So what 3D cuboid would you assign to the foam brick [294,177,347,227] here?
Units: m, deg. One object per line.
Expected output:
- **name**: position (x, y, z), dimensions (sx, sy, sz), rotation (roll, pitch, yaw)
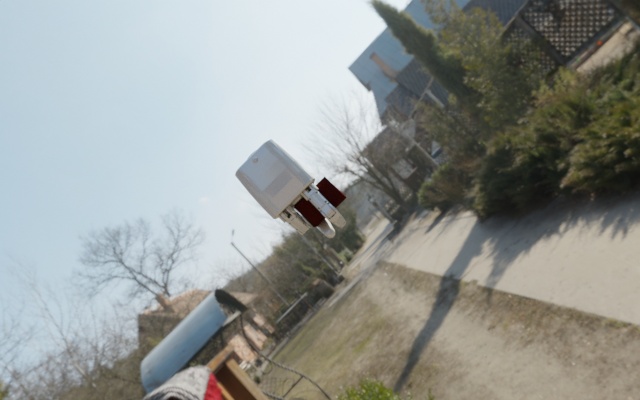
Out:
- **foam brick**: position (0.000, 0.003, 0.841), dimensions (0.078, 0.051, 0.053), rotation (-45, -5, 2)
